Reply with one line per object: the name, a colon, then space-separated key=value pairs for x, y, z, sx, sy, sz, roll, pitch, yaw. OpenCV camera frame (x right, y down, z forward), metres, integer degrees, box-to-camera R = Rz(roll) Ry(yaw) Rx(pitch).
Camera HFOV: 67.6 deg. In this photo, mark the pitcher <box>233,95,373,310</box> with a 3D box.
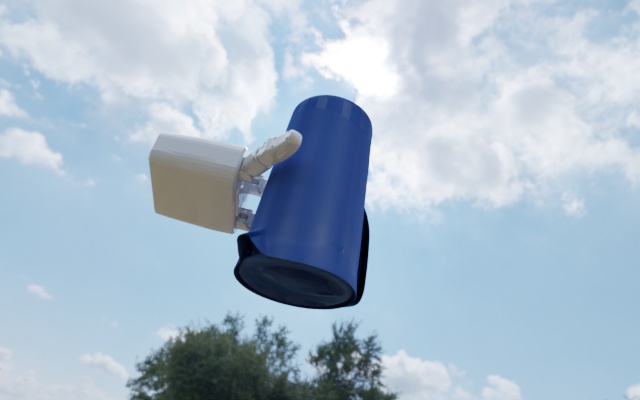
pitcher: x=0.000 y=0.002 z=0.571 sx=0.145 sy=0.242 sz=0.149 roll=11 pitch=-31 yaw=3
